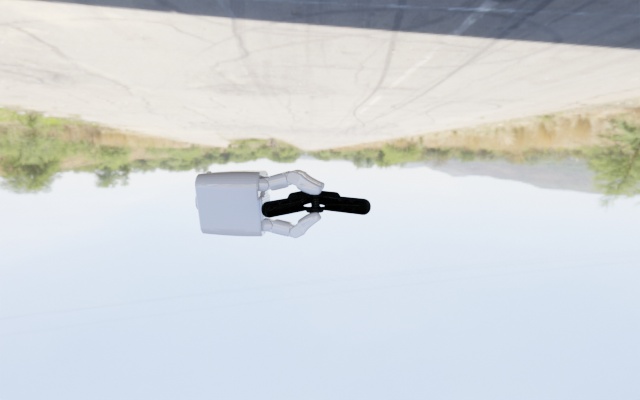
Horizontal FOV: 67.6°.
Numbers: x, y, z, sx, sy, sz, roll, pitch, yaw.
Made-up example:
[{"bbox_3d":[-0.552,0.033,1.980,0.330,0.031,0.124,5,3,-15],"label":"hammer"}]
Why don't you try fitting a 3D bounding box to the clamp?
[{"bbox_3d":[0.000,0.003,0.802,0.164,0.036,0.210,0,6,5],"label":"clamp"}]
